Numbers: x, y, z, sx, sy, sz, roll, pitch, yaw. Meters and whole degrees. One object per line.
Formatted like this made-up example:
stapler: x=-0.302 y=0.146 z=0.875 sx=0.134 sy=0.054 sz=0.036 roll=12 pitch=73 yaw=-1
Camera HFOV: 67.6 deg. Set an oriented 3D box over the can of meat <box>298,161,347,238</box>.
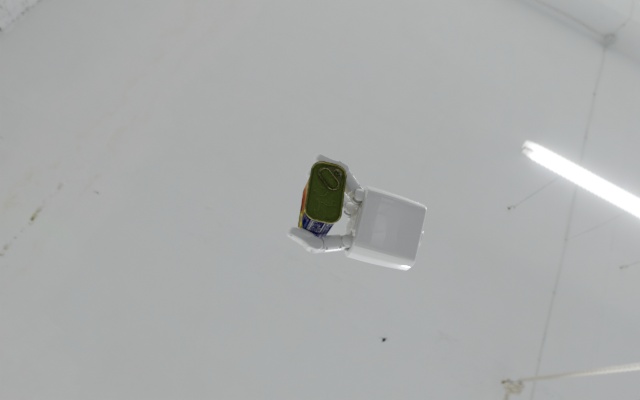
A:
can of meat: x=0.000 y=0.003 z=0.759 sx=0.057 sy=0.102 sz=0.084 roll=12 pitch=-26 yaw=-8
